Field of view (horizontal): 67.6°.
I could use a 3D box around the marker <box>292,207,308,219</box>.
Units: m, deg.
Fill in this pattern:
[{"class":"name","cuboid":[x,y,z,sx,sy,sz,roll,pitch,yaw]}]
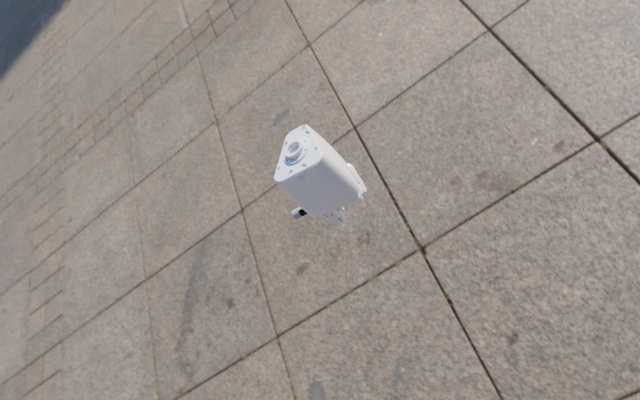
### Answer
[{"class":"marker","cuboid":[0.000,0.003,0.882,0.121,0.020,0.020,-26,-11,23]}]
